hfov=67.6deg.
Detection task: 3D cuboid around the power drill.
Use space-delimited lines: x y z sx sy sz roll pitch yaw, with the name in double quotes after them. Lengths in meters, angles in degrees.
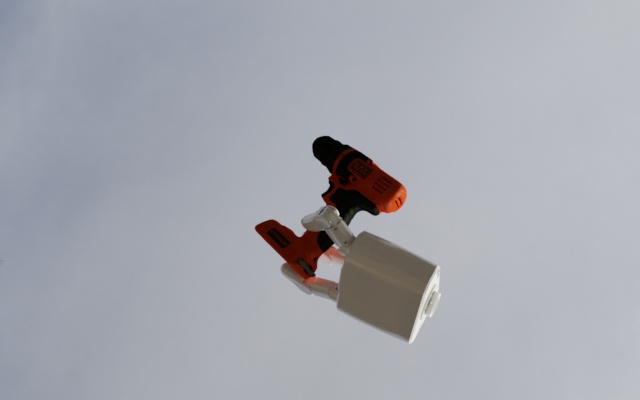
0.000 0.003 0.672 0.184 0.187 0.057 40 -9 41 "power drill"
